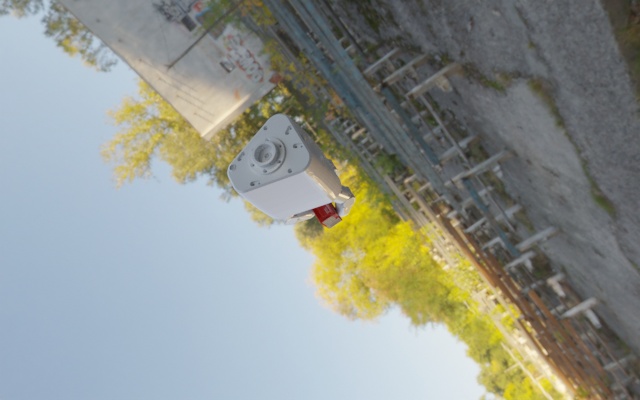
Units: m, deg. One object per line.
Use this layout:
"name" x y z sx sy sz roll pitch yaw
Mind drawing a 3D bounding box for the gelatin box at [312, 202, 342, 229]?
"gelatin box" 0.000 0.003 0.746 0.030 0.073 0.089 -33 -13 3
